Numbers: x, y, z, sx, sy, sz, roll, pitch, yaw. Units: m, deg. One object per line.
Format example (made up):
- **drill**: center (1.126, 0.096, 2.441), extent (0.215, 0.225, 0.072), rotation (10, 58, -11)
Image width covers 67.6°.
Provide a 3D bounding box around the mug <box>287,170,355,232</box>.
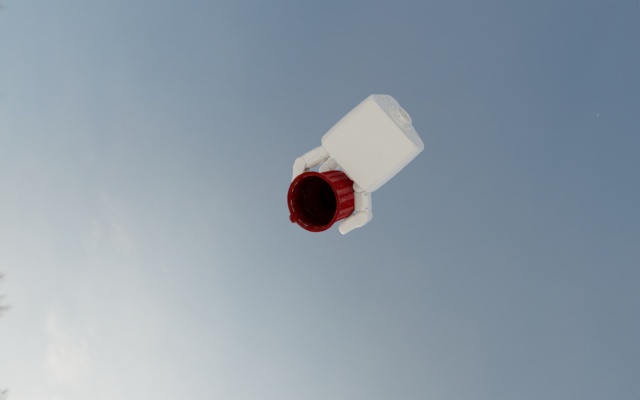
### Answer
- **mug**: center (-0.001, 0.003, 0.754), extent (0.117, 0.093, 0.081), rotation (-38, -10, 30)
